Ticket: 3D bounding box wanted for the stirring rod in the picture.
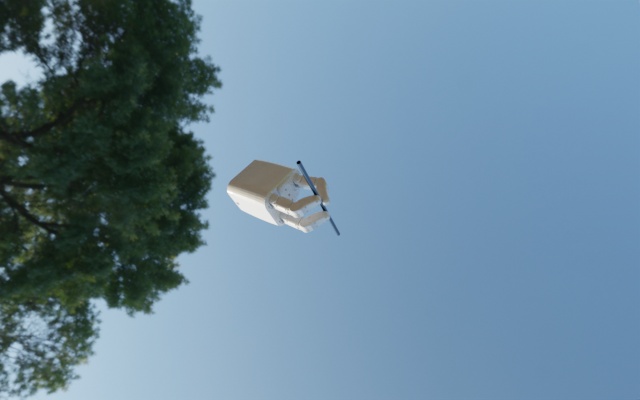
[{"bbox_3d":[0.000,0.003,0.888,0.011,0.011,0.240,0,-33,21],"label":"stirring rod"}]
